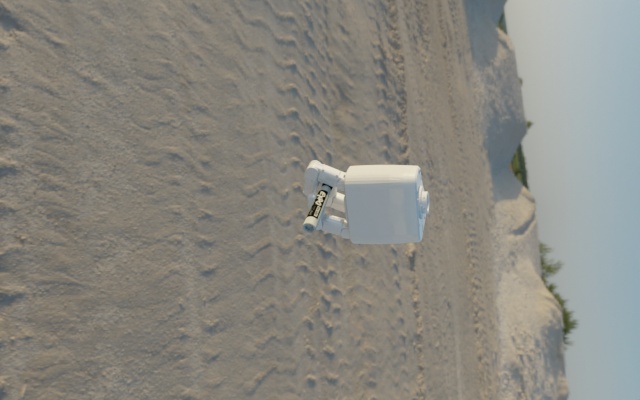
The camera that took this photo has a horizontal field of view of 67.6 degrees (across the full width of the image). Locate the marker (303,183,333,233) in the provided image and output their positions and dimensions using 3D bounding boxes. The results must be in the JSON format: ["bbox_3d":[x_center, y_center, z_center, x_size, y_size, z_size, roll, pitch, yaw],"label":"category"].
[{"bbox_3d":[0.000,0.002,0.700,0.020,0.020,0.121,0,37,19],"label":"marker"}]
